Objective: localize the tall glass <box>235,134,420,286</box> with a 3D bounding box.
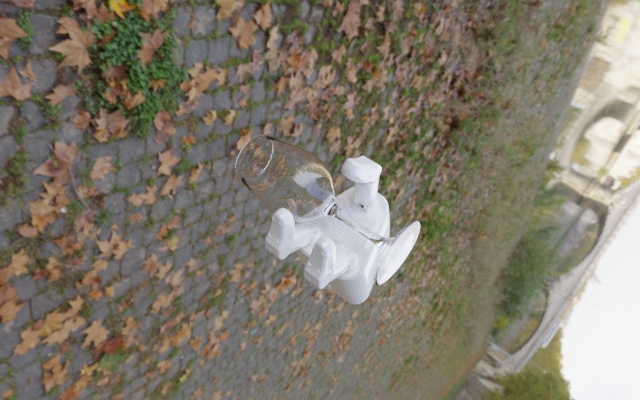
[{"bbox_3d":[0.001,0.002,0.503,0.201,0.079,0.079,34,16,25],"label":"tall glass"}]
